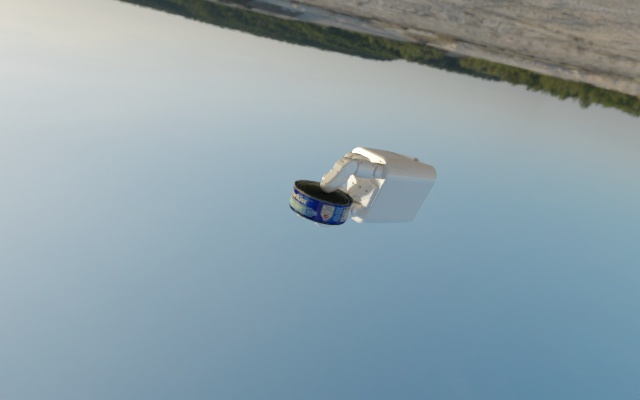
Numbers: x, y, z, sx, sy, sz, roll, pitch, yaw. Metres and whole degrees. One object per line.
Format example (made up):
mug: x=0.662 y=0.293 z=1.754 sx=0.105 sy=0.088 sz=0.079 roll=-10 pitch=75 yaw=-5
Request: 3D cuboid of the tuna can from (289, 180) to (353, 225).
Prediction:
tuna can: x=0.000 y=0.003 z=0.665 sx=0.086 sy=0.034 sz=0.086 roll=16 pitch=16 yaw=-5
